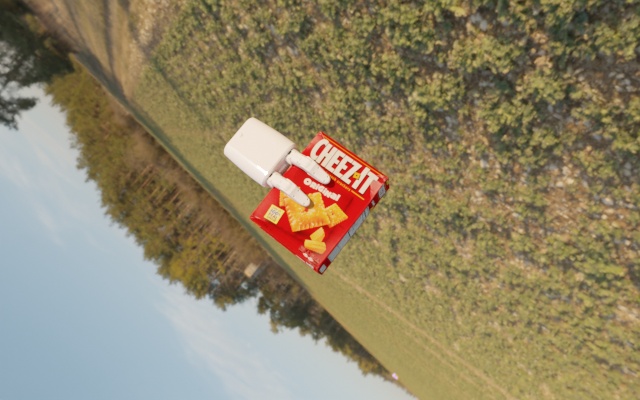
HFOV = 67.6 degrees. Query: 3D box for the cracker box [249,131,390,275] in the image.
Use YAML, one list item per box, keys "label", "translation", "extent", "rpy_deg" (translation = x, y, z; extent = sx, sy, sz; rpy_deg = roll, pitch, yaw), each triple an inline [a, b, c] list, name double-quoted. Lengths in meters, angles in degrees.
- label: "cracker box"
  translation: [0.000, 0.003, 0.888]
  extent: [0.164, 0.213, 0.072]
  rpy_deg: [36, -8, 16]
